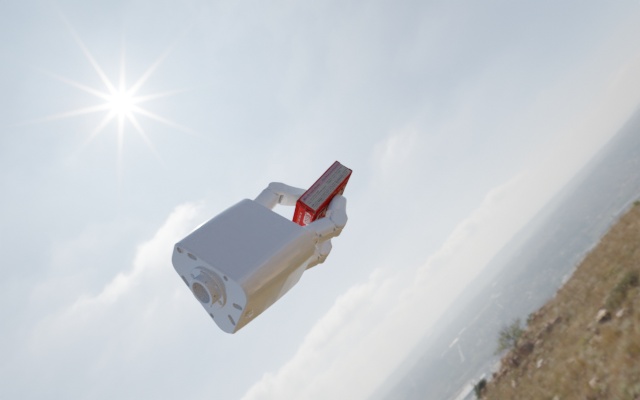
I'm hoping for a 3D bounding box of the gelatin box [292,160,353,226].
[{"bbox_3d":[0.000,0.002,0.611,0.030,0.089,0.073,34,-35,11],"label":"gelatin box"}]
